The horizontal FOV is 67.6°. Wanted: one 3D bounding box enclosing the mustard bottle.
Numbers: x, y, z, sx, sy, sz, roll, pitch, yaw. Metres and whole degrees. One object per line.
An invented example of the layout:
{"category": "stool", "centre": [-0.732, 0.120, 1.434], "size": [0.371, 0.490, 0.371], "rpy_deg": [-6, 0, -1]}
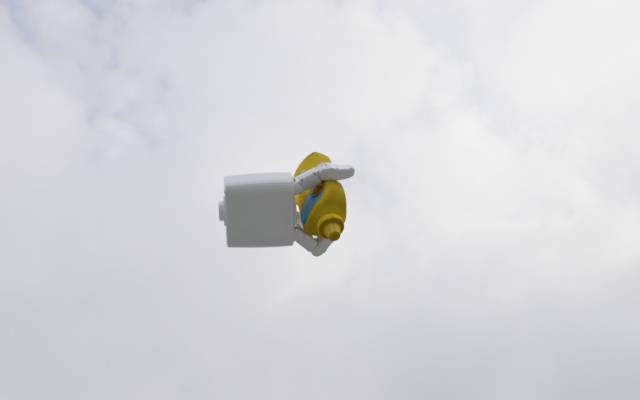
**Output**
{"category": "mustard bottle", "centre": [0.000, 0.002, 0.776], "size": [0.058, 0.096, 0.191], "rpy_deg": [20, 25, -25]}
